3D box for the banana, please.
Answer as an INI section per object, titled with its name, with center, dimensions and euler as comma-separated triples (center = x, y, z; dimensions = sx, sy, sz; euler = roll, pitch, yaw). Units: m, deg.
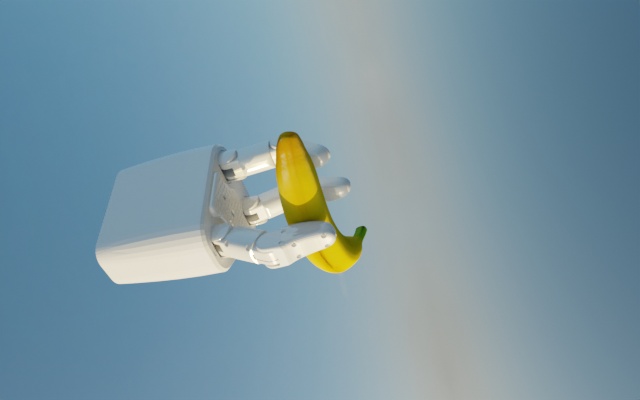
[banana]
center = 0.001, 0.020, 0.418
dimensions = 0.037, 0.069, 0.198
euler = -7, -28, 18
